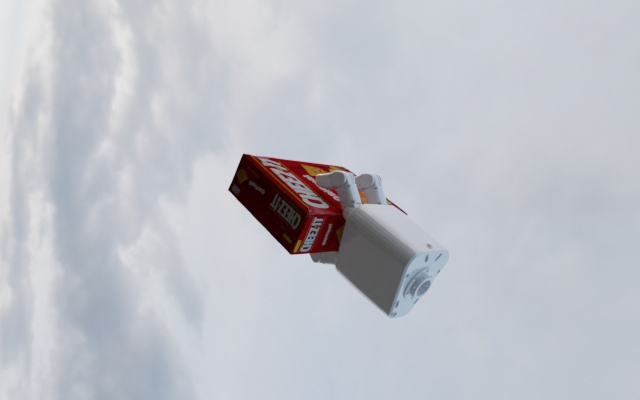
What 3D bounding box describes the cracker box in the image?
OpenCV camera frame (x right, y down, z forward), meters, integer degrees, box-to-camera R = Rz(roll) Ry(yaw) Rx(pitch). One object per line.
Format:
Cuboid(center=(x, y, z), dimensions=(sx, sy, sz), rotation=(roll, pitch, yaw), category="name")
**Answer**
Cuboid(center=(0.000, 0.002, 0.705), dimensions=(0.214, 0.072, 0.164), rotation=(3, 28, -46), category="cracker box")
